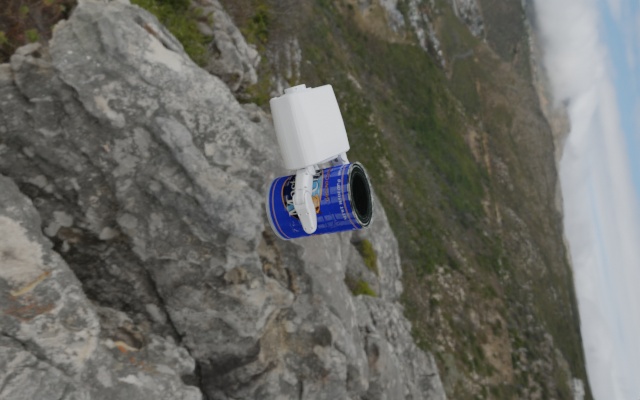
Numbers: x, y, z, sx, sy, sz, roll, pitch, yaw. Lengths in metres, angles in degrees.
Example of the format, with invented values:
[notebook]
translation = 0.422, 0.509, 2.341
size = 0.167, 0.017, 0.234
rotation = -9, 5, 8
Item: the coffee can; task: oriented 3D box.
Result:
[coffee can]
translation = 0.000, 0.003, 0.742
size = 0.140, 0.103, 0.103
rotation = -10, -4, 24
